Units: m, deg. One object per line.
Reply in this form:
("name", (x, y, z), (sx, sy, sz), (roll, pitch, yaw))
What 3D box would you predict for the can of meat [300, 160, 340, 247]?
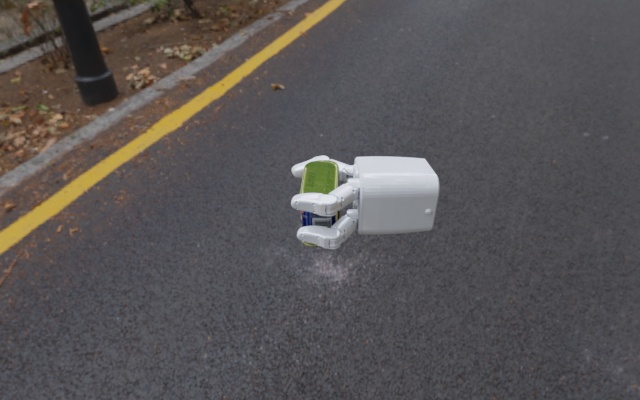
("can of meat", (0.000, 0.002, 0.691), (0.057, 0.084, 0.102), (2, 39, 2))
